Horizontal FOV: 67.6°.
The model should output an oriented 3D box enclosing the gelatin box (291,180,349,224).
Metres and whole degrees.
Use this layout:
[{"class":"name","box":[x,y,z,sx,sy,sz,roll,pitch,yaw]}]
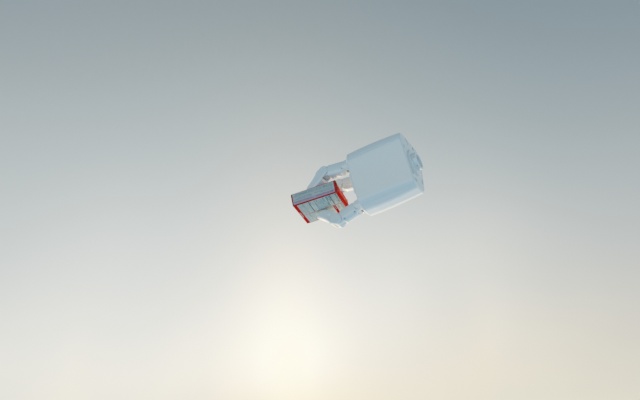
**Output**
[{"class":"gelatin box","box":[0.000,0.003,0.884,0.089,0.030,0.073,-19,-33,12]}]
